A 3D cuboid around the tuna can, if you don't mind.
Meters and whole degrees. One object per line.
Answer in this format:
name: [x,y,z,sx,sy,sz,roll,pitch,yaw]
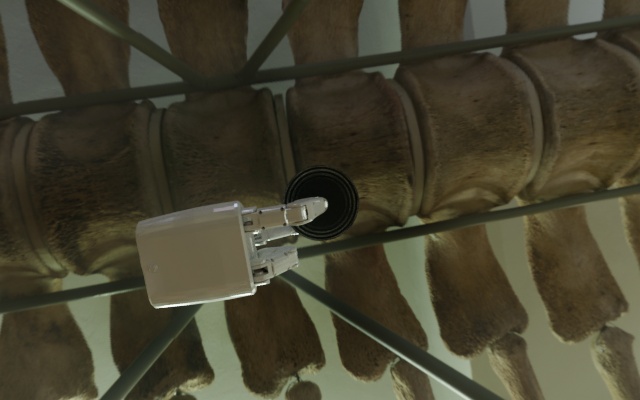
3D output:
tuna can: [0.000,0.002,0.549,0.086,0.086,0.034,0,5,-3]
